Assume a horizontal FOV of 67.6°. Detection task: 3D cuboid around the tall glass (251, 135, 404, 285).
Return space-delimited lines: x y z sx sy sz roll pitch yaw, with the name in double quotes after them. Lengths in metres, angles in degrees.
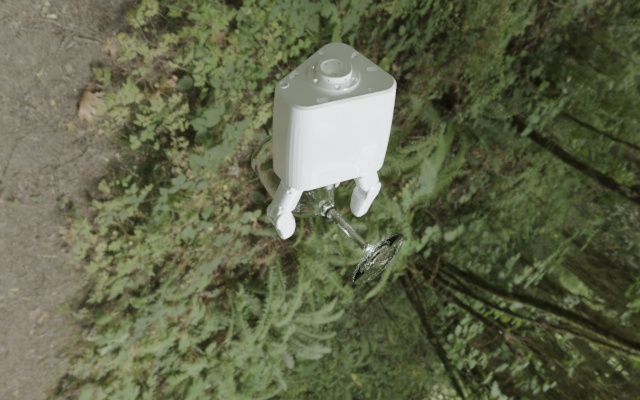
0.000 0.002 0.559 0.201 0.079 0.079 44 24 28 "tall glass"
